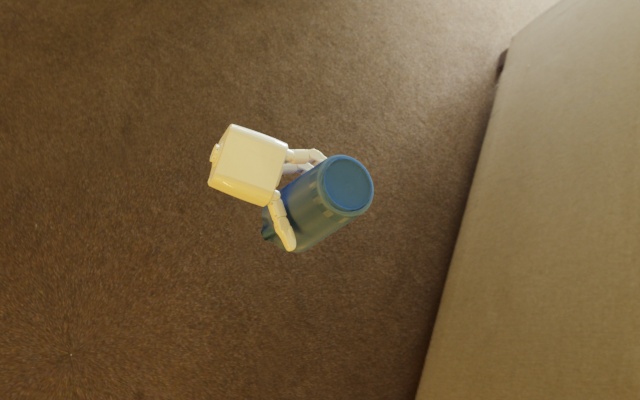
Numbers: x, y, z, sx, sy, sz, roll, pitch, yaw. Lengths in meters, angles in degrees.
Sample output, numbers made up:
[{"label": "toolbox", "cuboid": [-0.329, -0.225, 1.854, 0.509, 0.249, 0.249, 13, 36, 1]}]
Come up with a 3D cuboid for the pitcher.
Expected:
[{"label": "pitcher", "cuboid": [0.000, 0.003, 0.876, 0.145, 0.149, 0.243, 22, -25, -19]}]
